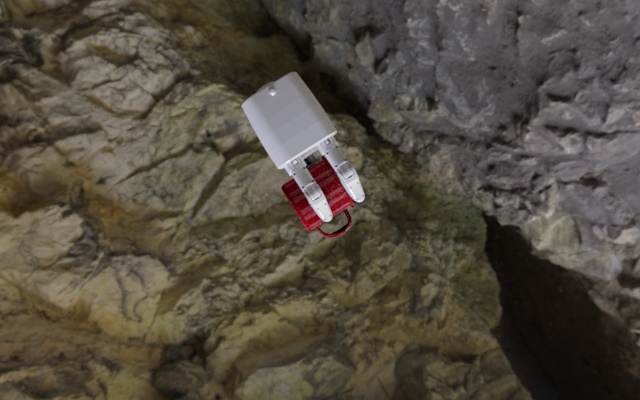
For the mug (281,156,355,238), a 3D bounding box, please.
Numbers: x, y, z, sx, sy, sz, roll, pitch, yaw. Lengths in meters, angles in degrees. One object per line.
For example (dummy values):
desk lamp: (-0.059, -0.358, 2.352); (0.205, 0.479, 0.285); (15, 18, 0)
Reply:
mug: (0.001, 0.004, 0.727); (0.081, 0.117, 0.093); (-32, 1, -3)
